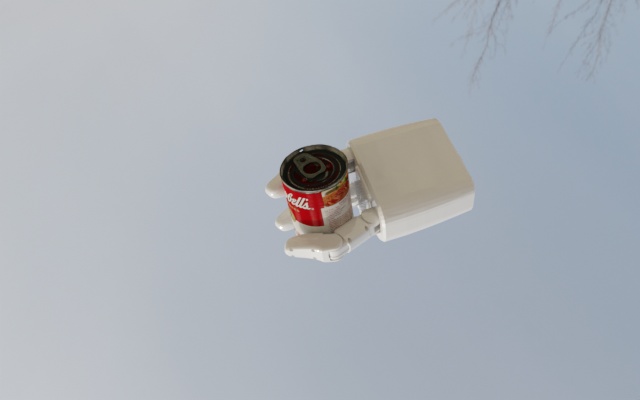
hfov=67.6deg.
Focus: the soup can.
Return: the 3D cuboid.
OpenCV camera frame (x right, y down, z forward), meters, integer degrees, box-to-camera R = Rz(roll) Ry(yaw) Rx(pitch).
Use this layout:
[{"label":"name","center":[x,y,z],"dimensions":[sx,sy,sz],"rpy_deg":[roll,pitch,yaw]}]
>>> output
[{"label":"soup can","center":[0.000,0.002,0.499],"dimensions":[0.068,0.068,0.102],"rpy_deg":[0,-43,11]}]
